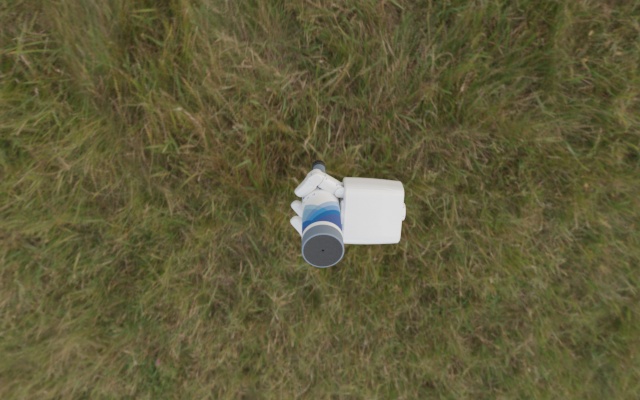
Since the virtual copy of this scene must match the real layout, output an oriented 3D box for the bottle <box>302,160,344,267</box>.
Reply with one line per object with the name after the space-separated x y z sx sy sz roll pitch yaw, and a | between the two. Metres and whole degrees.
0.000 0.003 0.866 0.069 0.069 0.295 0 31 -2 | bottle
